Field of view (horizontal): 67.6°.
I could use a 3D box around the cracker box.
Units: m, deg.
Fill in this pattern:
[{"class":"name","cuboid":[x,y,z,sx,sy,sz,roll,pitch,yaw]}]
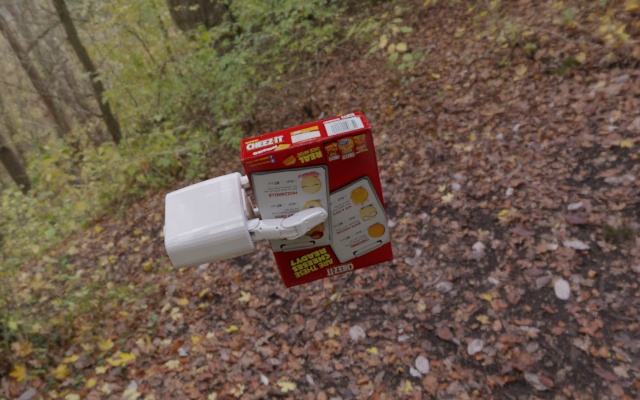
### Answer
[{"class":"cracker box","cuboid":[0.000,0.002,0.651,0.164,0.214,0.072,-15,33,0]}]
